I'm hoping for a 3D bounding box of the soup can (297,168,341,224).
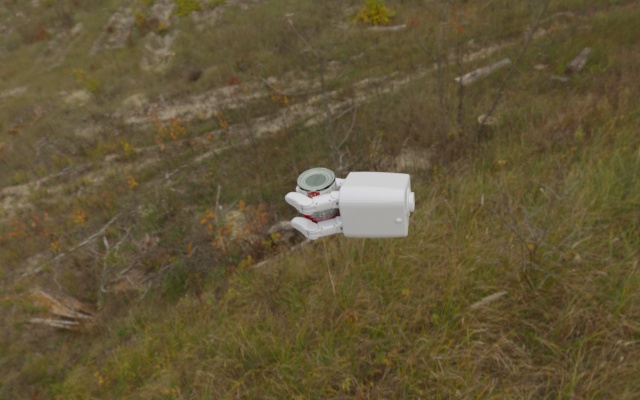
[{"bbox_3d":[0.000,0.002,0.835,0.068,0.102,0.068,-7,38,5],"label":"soup can"}]
